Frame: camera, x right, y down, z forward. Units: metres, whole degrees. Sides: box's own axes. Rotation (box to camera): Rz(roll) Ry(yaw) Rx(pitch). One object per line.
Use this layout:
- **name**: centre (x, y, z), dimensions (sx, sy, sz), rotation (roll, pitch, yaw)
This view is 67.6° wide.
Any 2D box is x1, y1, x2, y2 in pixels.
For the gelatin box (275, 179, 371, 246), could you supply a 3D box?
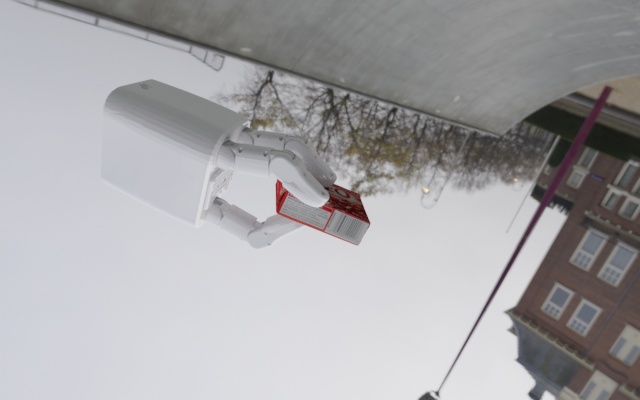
- **gelatin box**: centre (0.000, 0.002, 0.469), dimensions (0.089, 0.030, 0.073), rotation (23, 19, -13)
